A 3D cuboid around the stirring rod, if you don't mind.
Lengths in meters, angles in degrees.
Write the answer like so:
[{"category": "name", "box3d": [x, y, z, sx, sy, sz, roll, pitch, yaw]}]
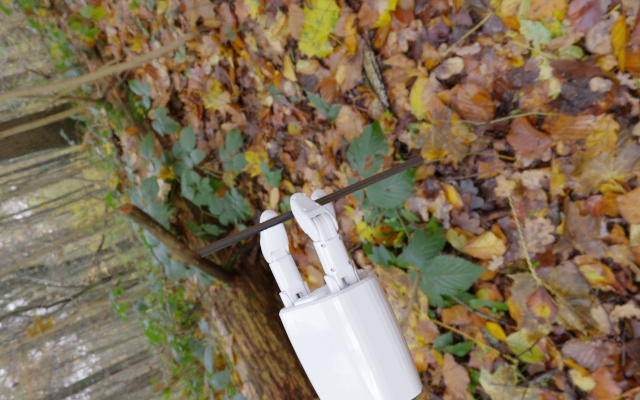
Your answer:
[{"category": "stirring rod", "box3d": [0.000, 0.001, 0.452, 0.239, 0.011, 0.011, -23, 8, -20]}]
